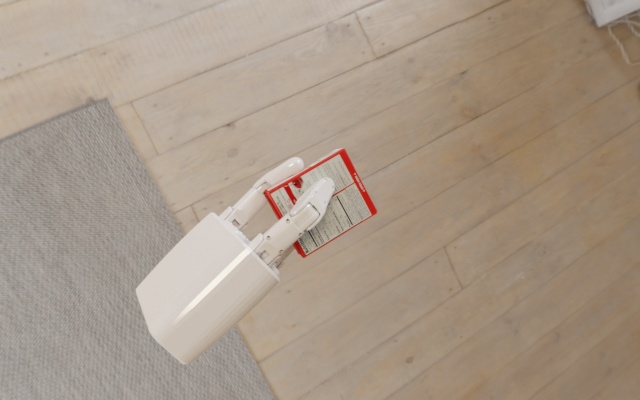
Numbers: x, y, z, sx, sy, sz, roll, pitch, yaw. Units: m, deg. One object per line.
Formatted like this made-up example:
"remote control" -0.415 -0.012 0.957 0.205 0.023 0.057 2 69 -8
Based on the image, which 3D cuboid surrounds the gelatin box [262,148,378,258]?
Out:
"gelatin box" 0.000 0.001 0.465 0.089 0.073 0.030 -31 11 -9
